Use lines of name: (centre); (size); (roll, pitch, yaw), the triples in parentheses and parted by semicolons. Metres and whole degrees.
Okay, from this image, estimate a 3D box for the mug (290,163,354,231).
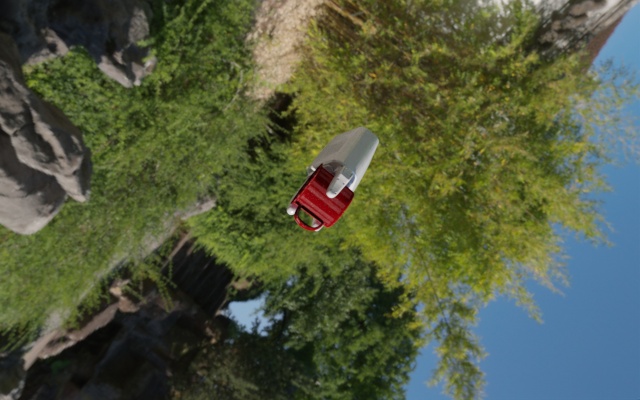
mug: (0.000, 0.004, 0.848); (0.081, 0.117, 0.093); (38, -28, -6)
